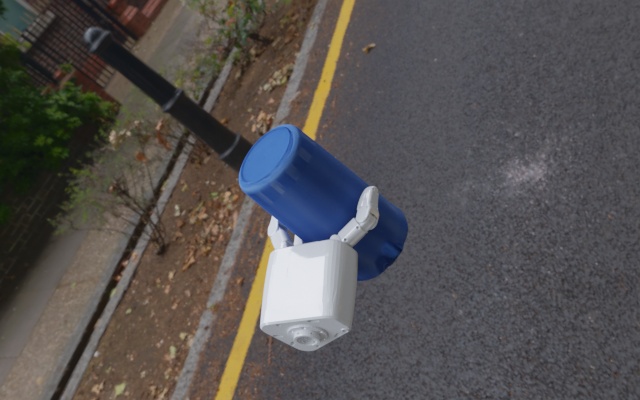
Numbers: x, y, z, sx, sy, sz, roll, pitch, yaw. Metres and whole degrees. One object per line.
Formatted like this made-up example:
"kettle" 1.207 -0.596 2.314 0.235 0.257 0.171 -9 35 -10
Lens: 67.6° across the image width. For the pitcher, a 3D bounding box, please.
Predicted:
"pitcher" 0.000 0.002 0.683 0.149 0.145 0.243 -25 -48 32
